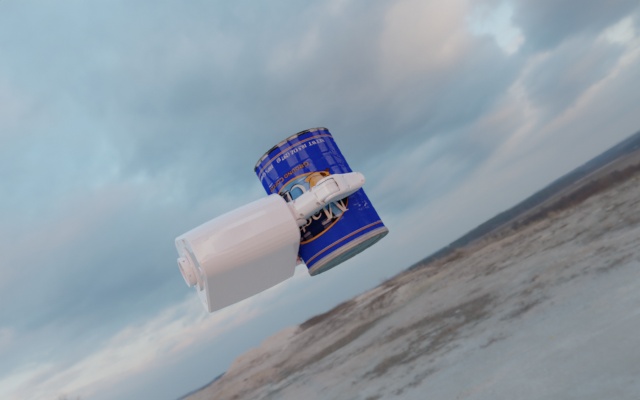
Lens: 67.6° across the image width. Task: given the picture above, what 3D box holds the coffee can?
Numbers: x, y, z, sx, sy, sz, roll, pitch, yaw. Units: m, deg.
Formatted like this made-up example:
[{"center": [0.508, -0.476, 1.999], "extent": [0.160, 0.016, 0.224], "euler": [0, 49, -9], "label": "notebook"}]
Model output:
[{"center": [0.000, 0.002, 0.555], "extent": [0.103, 0.140, 0.103], "euler": [-28, -12, -7], "label": "coffee can"}]
